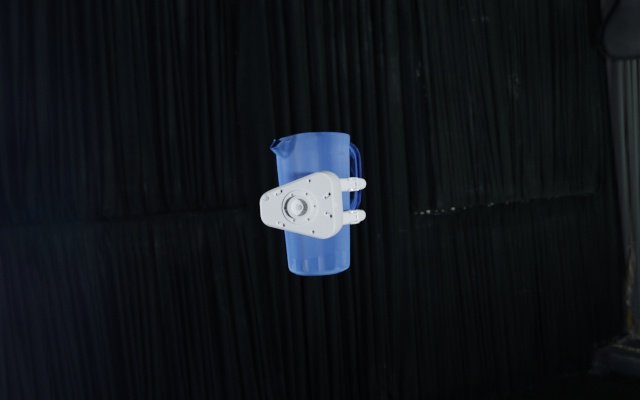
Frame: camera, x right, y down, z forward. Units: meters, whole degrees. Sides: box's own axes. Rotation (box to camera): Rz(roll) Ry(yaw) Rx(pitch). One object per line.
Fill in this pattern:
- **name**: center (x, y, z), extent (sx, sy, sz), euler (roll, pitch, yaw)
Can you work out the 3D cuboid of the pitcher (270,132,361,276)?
- **pitcher**: center (0.000, 0.003, 0.846), extent (0.149, 0.243, 0.145), euler (-3, 1, 6)
